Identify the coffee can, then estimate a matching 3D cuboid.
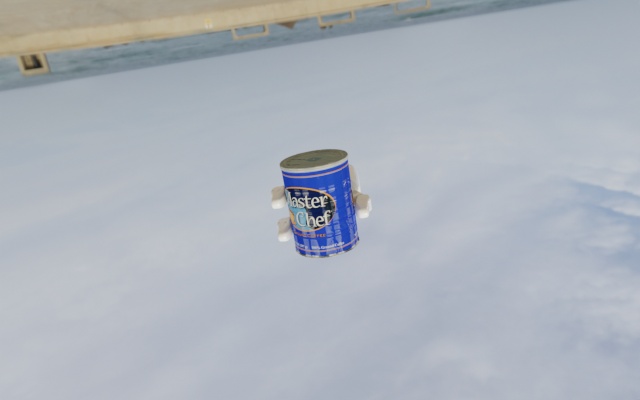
[{"bbox_3d":[0.000,0.002,0.728,0.103,0.140,0.102,-8,19,3],"label":"coffee can"}]
